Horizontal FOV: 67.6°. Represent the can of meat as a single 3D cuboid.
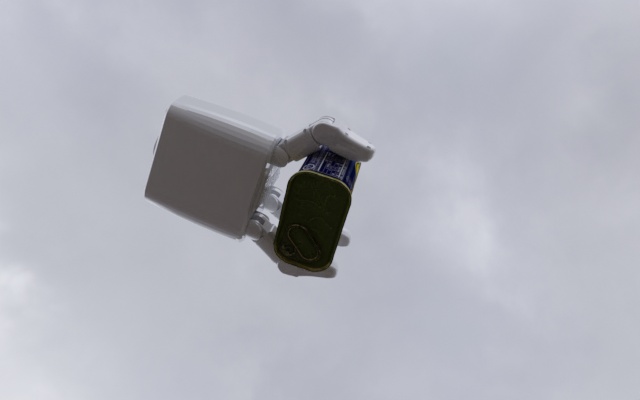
[{"bbox_3d":[0.000,0.001,0.455,0.057,0.102,0.084,18,32,4],"label":"can of meat"}]
